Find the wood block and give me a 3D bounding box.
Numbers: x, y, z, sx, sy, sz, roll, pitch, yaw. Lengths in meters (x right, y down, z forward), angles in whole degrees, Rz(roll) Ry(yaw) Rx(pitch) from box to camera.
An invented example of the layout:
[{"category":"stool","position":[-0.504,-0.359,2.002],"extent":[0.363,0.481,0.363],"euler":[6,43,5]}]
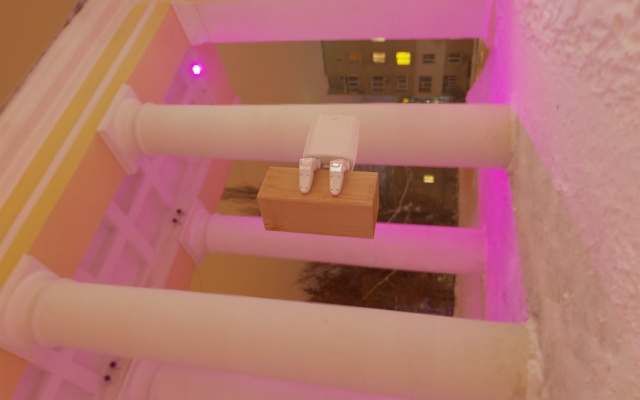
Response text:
[{"category":"wood block","position":[0.000,0.003,0.883],"extent":[0.206,0.091,0.090],"euler":[4,46,12]}]
